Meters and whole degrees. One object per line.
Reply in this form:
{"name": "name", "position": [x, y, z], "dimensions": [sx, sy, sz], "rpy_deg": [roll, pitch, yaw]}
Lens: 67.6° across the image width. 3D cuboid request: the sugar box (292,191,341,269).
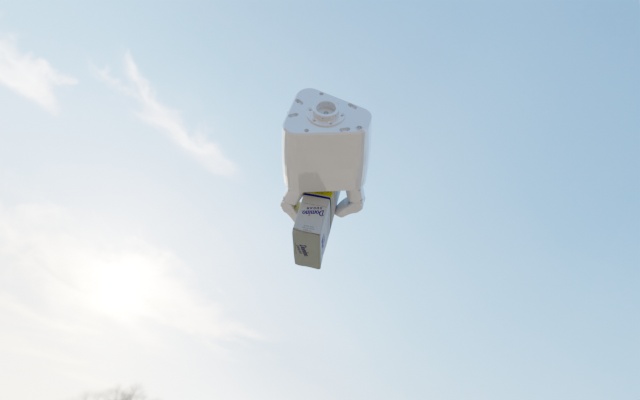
{"name": "sugar box", "position": [0.000, 0.002, 0.707], "dimensions": [0.048, 0.176, 0.093], "rpy_deg": [12, -38, 10]}
